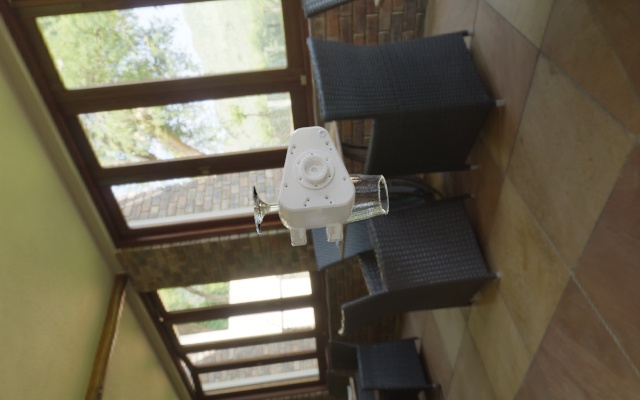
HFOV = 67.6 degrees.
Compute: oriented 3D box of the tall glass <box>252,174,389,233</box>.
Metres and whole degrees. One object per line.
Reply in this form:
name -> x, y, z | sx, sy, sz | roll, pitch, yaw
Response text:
tall glass -> -0.001, 0.002, 0.734 | 0.201, 0.079, 0.079 | -7, 0, -3
